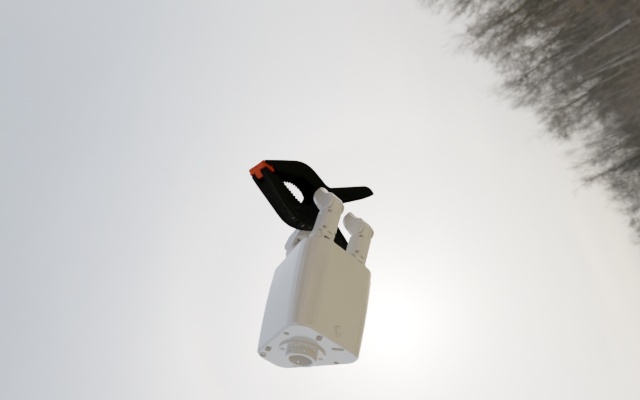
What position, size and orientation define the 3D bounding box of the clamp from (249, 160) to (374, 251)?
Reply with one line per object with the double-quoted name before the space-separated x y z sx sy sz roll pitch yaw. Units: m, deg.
"clamp" -0.001 0.002 0.626 0.210 0.164 0.036 38 -48 -26
